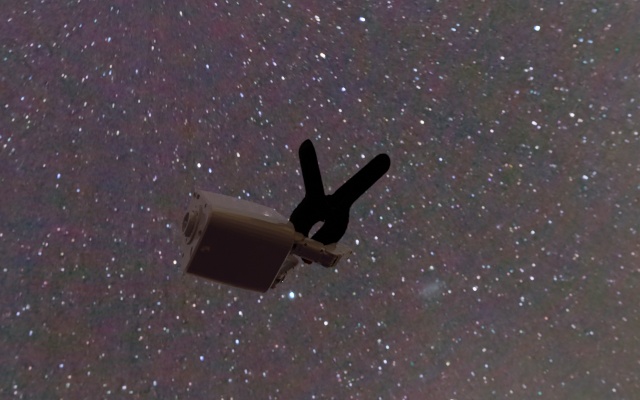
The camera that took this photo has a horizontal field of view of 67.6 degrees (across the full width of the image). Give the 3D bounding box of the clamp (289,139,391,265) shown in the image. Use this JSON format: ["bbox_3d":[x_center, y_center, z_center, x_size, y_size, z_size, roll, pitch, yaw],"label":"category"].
[{"bbox_3d":[0.000,0.002,0.583,0.120,0.171,0.039,19,22,-27],"label":"clamp"}]
